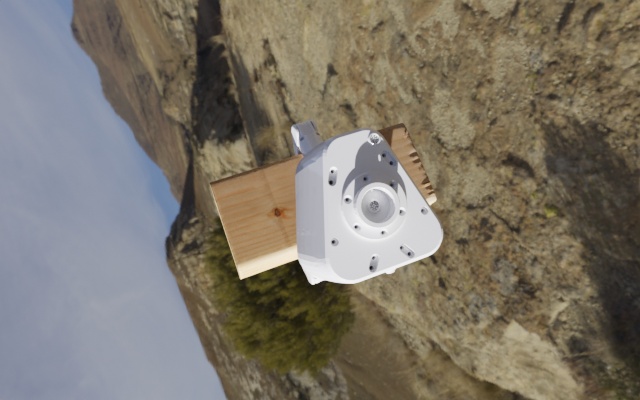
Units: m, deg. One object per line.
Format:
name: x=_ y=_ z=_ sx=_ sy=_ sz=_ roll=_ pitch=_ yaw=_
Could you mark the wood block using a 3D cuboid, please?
wood block: x=0.000 y=0.001 z=0.502 sx=0.206 sy=0.091 sz=0.090 roll=-18 pitch=-12 yaw=-12
